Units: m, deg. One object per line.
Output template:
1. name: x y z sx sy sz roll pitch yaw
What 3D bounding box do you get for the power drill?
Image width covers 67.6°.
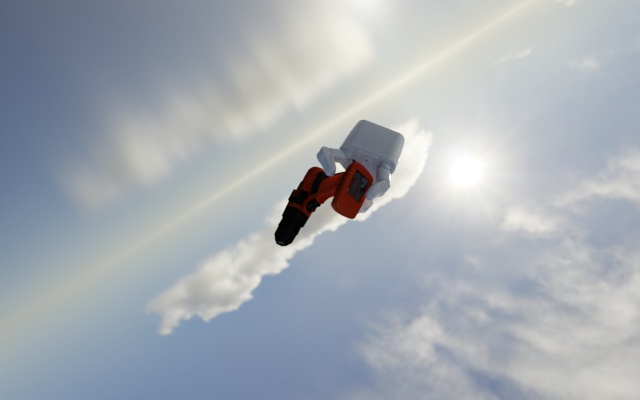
1. power drill: 0.001 0.003 0.895 0.057 0.184 0.187 40 -28 -27
